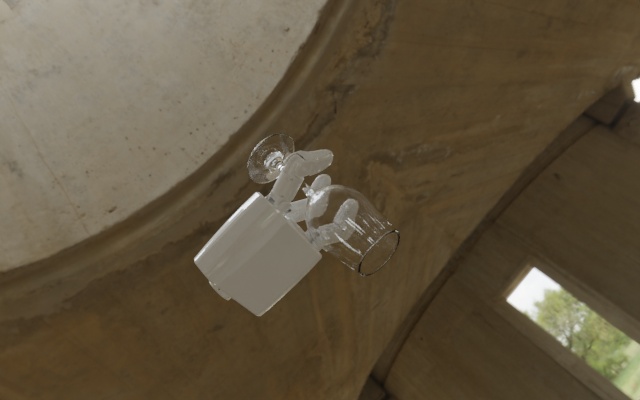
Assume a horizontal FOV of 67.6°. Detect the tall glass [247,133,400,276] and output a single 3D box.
[{"bbox_3d":[0.000,0.001,0.562,0.201,0.079,0.079,41,24,32],"label":"tall glass"}]
